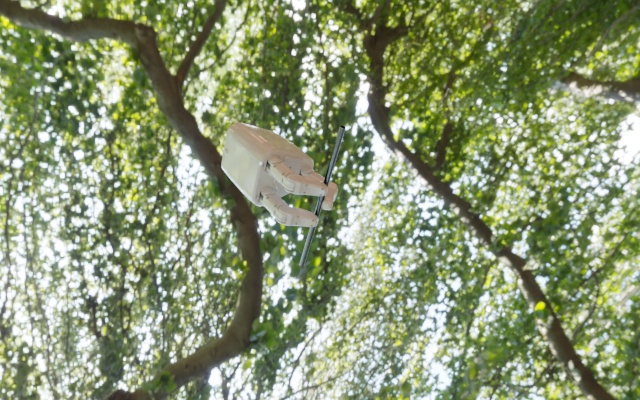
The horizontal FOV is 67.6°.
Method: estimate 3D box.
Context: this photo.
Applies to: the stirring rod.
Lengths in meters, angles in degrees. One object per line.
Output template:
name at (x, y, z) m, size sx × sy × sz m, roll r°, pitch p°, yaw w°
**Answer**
stirring rod at (0.000, 0.002, 0.695) m, size 0.011 × 0.240 × 0.011 m, roll 12°, pitch 30°, yaw -7°
